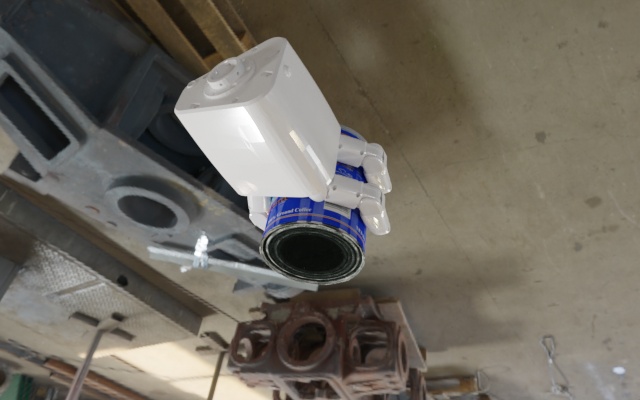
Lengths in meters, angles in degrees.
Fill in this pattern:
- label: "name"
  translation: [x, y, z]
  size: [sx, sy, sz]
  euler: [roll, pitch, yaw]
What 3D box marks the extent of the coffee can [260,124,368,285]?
- label: "coffee can"
  translation: [0.000, 0.002, 0.502]
  size: [0.103, 0.140, 0.103]
  euler: [5, -41, 4]
